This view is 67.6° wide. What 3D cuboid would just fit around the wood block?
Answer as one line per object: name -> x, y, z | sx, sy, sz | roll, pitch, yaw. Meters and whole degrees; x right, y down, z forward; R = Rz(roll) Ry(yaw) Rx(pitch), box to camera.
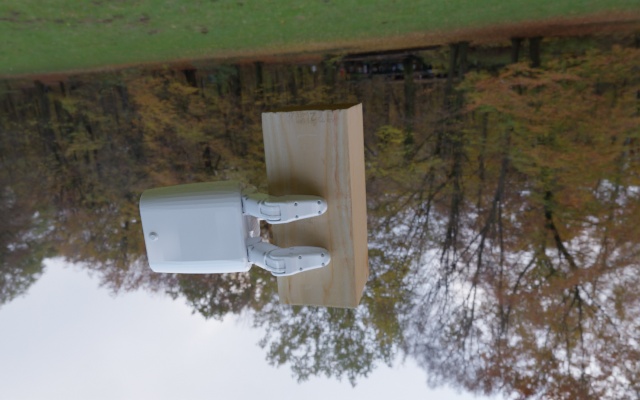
wood block -> 0.000, 0.002, 0.523 | 0.090, 0.206, 0.090 | 0, 16, 13
